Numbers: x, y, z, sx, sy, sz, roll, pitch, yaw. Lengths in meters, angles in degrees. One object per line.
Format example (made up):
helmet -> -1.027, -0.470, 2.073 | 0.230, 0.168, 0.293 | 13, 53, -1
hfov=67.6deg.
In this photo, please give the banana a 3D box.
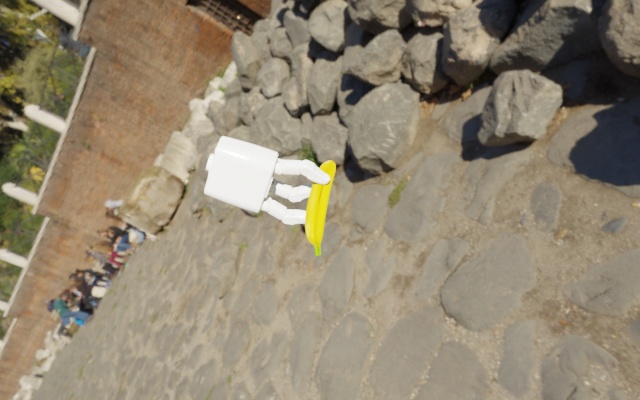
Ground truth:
banana -> -0.001, -0.002, 0.881 | 0.037, 0.197, 0.070 | 8, -25, 6
